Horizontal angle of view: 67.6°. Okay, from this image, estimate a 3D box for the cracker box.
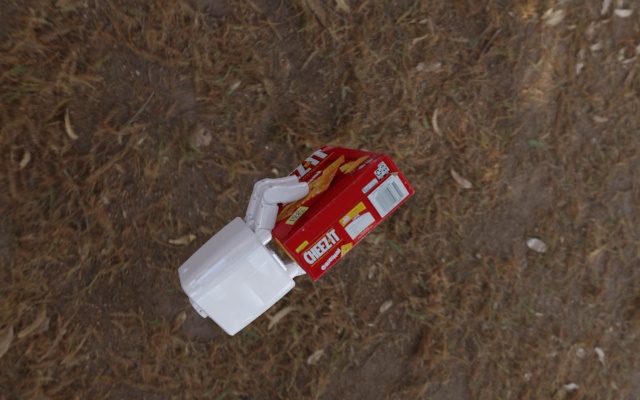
[{"bbox_3d":[0.000,0.002,0.645,0.164,0.072,0.213,-41,20,-9],"label":"cracker box"}]
